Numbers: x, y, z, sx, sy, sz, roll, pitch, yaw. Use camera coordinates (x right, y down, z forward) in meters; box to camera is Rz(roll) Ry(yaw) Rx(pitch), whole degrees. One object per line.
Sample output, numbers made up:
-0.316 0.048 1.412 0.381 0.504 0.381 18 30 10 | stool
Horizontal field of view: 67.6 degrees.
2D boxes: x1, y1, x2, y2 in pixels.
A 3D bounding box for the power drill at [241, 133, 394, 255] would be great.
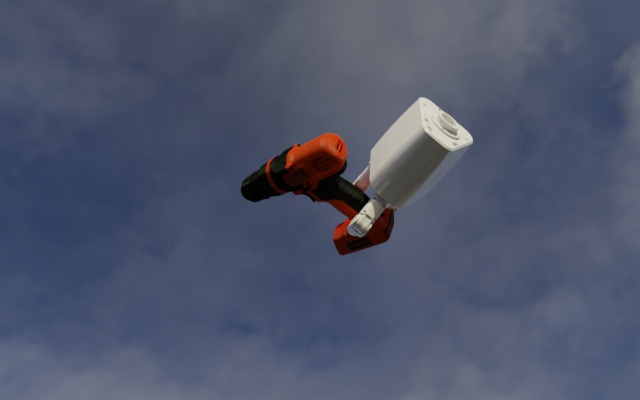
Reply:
0.001 0.002 0.678 0.184 0.057 0.188 -22 -52 39 | power drill
